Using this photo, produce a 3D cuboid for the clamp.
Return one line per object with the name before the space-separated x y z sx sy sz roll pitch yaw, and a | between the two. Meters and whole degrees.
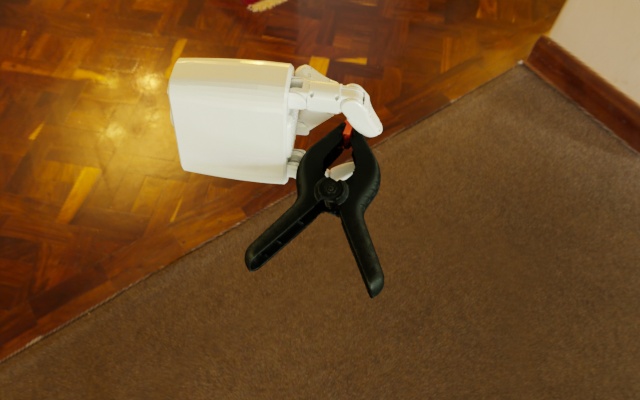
clamp | 0.000 0.001 0.435 0.120 0.171 0.039 6 -30 1
